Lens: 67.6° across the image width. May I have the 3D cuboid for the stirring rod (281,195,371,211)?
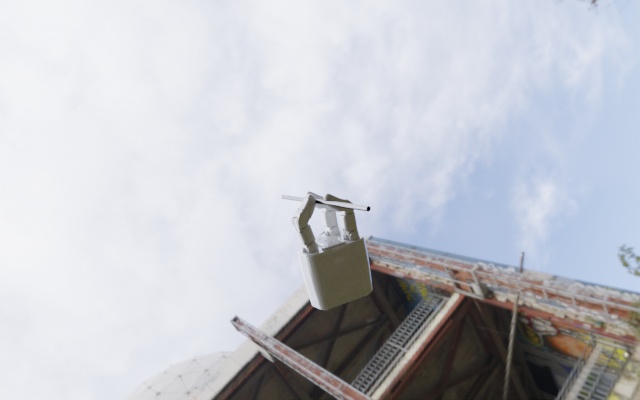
[{"bbox_3d":[0.000,0.003,0.795,0.011,0.011,0.239,0,4,-36],"label":"stirring rod"}]
